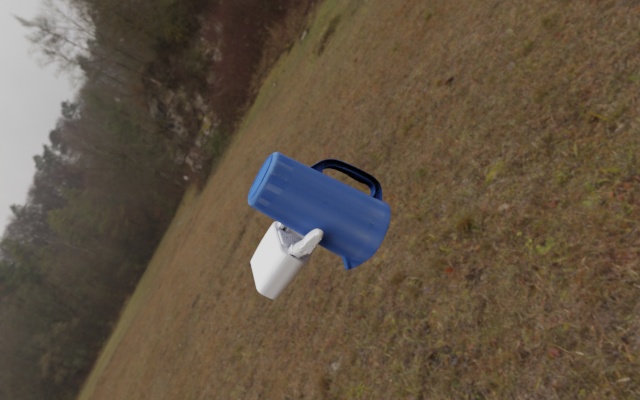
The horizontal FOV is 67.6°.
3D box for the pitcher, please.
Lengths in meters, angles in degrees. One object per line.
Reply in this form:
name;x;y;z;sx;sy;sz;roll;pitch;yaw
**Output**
pitcher;0.000;0.003;0.876;0.243;0.145;0.149;28;25;-15
